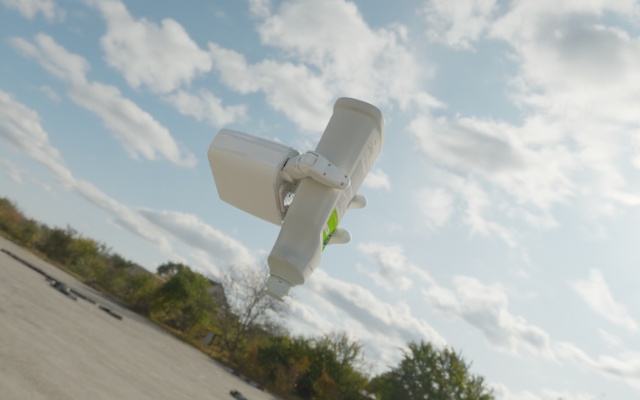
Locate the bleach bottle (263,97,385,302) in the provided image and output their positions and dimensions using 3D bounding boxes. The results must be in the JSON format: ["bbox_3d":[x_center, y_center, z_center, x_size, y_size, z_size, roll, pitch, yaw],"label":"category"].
[{"bbox_3d":[0.000,0.002,0.581,0.068,0.250,0.103,20,-22,19],"label":"bleach bottle"}]
